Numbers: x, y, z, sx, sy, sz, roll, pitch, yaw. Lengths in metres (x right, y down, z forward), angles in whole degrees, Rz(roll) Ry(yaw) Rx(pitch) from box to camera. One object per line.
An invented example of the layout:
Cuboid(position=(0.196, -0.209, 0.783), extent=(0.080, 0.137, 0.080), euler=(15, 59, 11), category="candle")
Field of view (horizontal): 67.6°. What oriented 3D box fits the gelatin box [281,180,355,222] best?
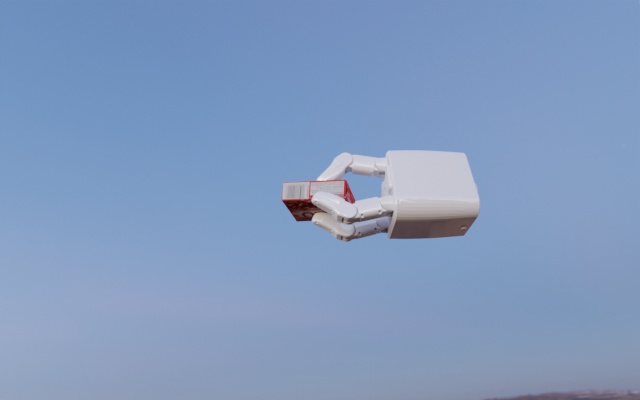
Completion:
Cuboid(position=(0.000, 0.002, 0.646), extent=(0.089, 0.030, 0.073), euler=(-2, -25, 14), category="gelatin box")
